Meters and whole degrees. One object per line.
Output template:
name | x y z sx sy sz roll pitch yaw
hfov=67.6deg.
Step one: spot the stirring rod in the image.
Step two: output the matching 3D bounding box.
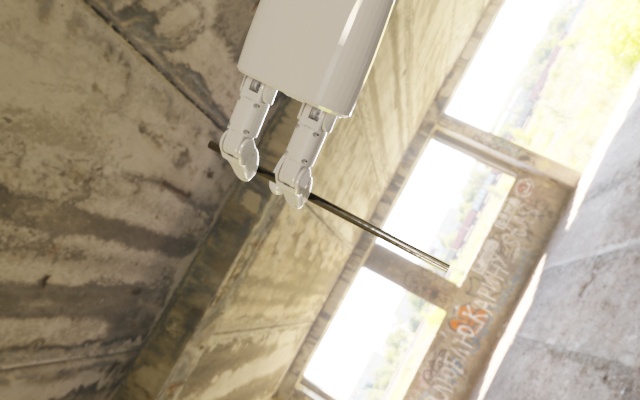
stirring rod | 0.000 0.001 0.415 0.239 0.011 0.011 28 8 15
